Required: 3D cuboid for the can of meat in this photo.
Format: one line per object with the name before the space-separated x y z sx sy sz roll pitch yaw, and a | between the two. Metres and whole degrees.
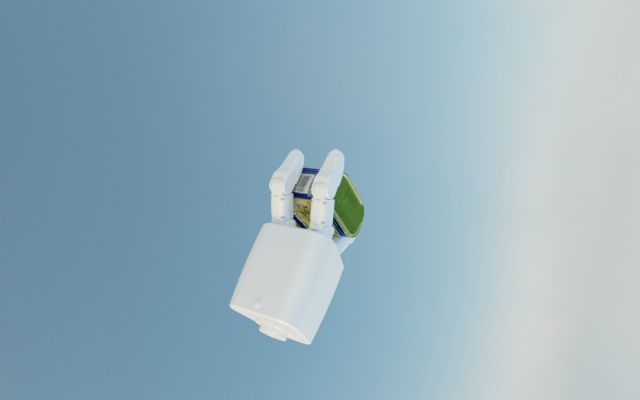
can of meat | 0.000 0.002 0.607 0.084 0.057 0.102 9 -30 33
